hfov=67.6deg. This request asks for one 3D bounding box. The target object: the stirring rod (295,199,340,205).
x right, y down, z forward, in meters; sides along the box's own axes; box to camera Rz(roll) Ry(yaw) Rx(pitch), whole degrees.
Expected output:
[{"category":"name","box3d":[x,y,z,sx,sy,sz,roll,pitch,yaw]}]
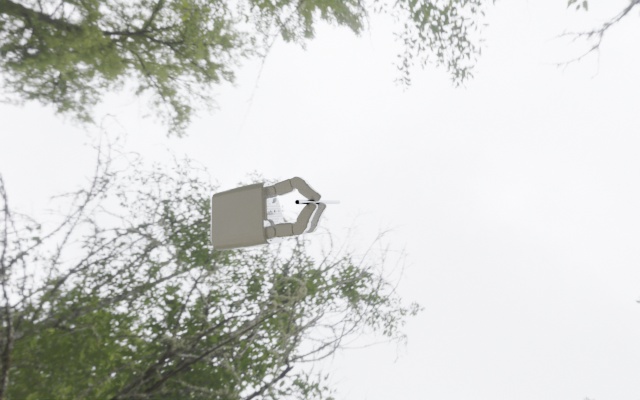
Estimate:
[{"category":"stirring rod","box3d":[0.000,0.003,0.851,0.011,0.011,0.239,0,0,18]}]
